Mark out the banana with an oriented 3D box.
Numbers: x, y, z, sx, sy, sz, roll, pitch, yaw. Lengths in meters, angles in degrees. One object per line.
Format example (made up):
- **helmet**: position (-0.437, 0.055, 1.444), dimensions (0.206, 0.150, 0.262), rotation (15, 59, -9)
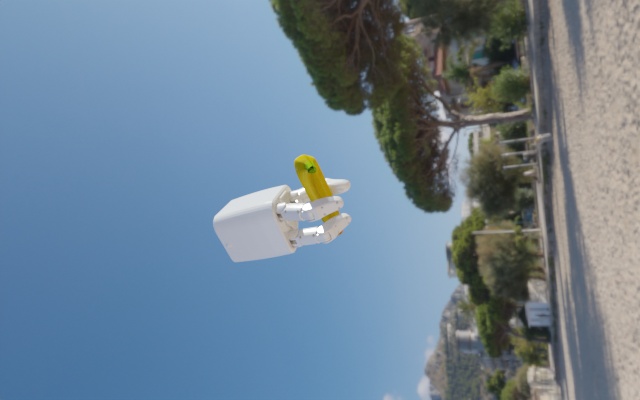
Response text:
- **banana**: position (-0.005, -0.014, 0.741), dimensions (0.037, 0.069, 0.198), rotation (-20, -34, 6)
